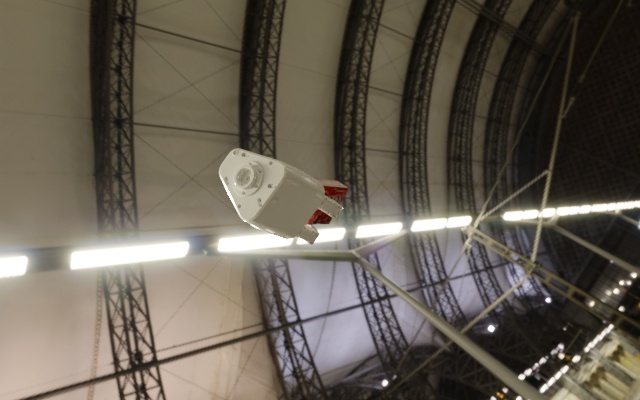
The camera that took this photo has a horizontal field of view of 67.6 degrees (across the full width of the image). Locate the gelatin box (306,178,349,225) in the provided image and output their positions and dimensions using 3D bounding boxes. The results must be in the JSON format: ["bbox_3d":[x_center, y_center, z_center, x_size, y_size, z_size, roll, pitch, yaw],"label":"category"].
[{"bbox_3d":[0.000,0.002,0.784,0.030,0.073,0.089,35,16,27],"label":"gelatin box"}]
